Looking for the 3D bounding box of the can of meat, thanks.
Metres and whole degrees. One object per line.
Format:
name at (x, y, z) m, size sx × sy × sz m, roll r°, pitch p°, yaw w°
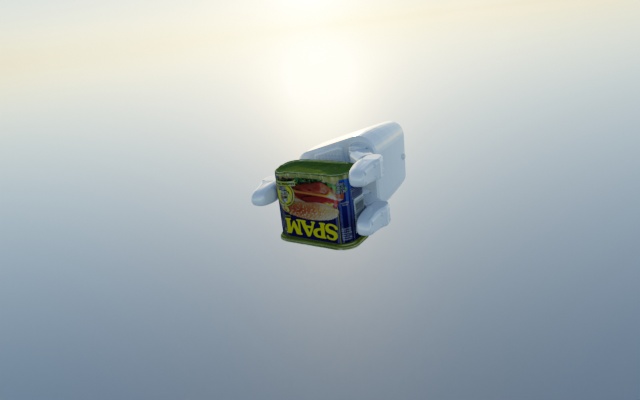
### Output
can of meat at (0.000, 0.001, 0.533) m, size 0.102 × 0.084 × 0.057 m, roll 7°, pitch 23°, yaw 32°
